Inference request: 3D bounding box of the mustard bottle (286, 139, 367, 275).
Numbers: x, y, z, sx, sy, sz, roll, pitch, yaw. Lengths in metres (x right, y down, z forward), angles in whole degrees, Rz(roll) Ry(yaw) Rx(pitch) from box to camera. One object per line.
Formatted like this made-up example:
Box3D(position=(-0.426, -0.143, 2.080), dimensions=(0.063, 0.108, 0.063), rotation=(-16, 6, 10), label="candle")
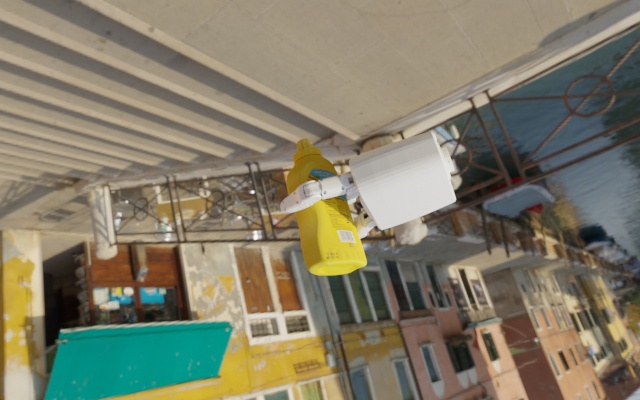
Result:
Box3D(position=(0.000, 0.002, 0.643), dimensions=(0.058, 0.191, 0.096), rotation=(-30, -25, 34), label="mustard bottle")
